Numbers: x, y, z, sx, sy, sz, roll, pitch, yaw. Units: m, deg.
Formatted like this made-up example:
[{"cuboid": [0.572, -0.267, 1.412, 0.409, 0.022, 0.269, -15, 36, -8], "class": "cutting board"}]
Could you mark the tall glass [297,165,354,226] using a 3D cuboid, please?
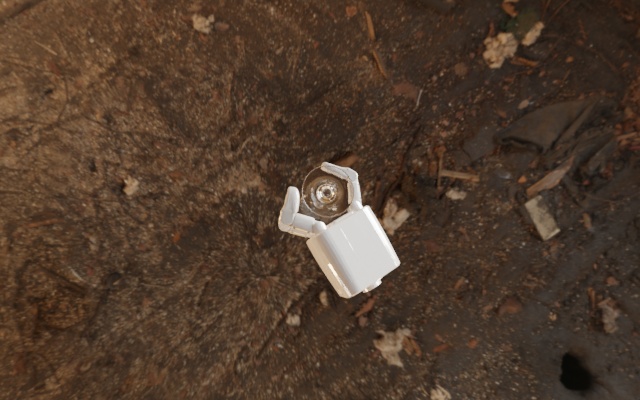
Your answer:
[{"cuboid": [0.000, 0.002, 0.768, 0.079, 0.079, 0.201, 0, -9, -7], "class": "tall glass"}]
